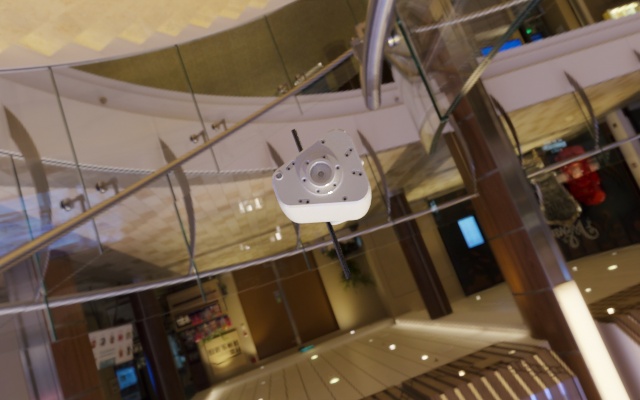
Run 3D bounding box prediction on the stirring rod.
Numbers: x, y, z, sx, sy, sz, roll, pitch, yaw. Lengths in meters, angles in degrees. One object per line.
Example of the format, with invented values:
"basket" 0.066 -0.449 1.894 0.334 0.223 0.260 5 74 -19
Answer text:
"stirring rod" 0.000 0.002 0.714 0.011 0.239 0.011 -20 -10 -4
